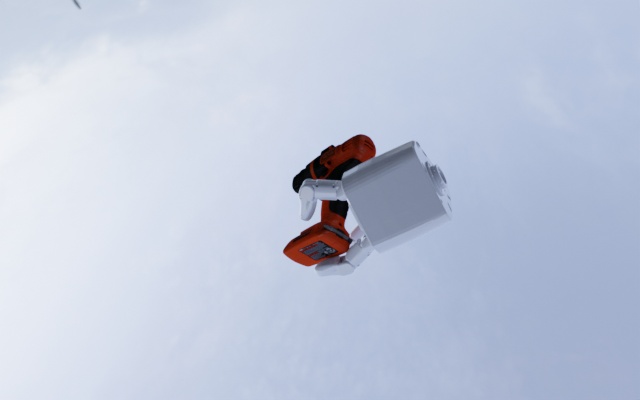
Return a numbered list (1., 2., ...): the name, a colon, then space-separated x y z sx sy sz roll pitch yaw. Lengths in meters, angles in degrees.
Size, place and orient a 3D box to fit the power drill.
1. power drill: 0.000 0.003 0.726 0.057 0.187 0.184 30 -36 -25
